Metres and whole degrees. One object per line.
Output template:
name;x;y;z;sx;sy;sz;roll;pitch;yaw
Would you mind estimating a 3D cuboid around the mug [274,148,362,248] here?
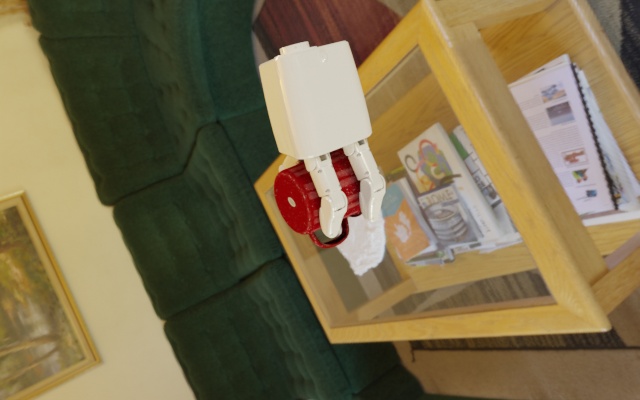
mug;0.000;0.003;0.580;0.081;0.117;0.093;-23;16;-29
